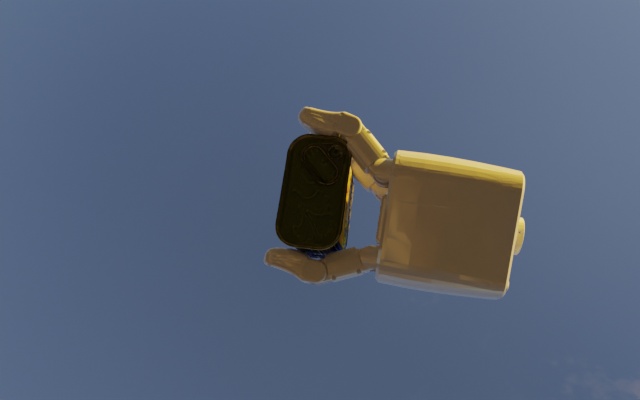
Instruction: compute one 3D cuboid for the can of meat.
[{"bbox_3d":[0.000,0.002,0.446,0.057,0.102,0.084,5,-14,10],"label":"can of meat"}]
